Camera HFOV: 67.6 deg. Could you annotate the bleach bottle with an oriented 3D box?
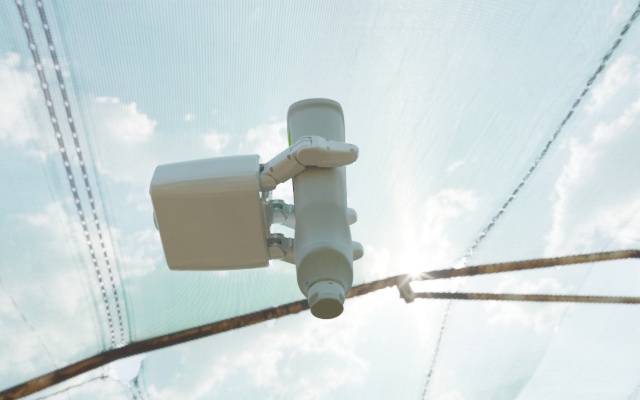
[{"bbox_3d":[0.000,0.002,0.479,0.068,0.103,0.250,-4,40,0],"label":"bleach bottle"}]
